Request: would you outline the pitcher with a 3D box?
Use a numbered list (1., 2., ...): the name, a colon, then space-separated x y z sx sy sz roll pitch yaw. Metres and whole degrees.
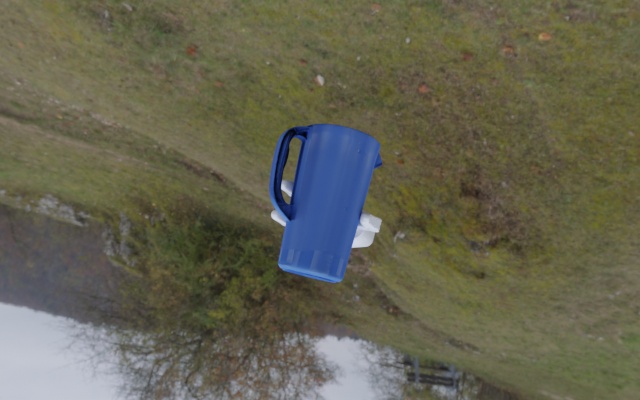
1. pitcher: 0.000 0.003 0.782 0.149 0.242 0.145 10 -11 20
